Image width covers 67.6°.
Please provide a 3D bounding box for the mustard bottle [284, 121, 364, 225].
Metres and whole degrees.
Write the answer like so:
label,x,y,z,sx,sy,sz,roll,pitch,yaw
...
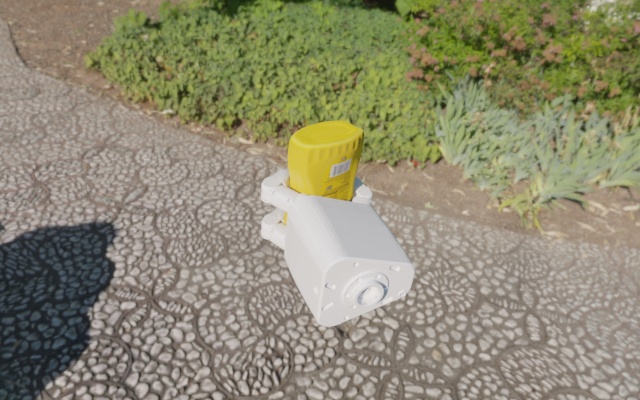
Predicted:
label,x,y,z,sx,sy,sz,roll,pitch,yaw
mustard bottle,0.000,0.002,0.592,0.096,0.192,0.058,-25,44,-39
